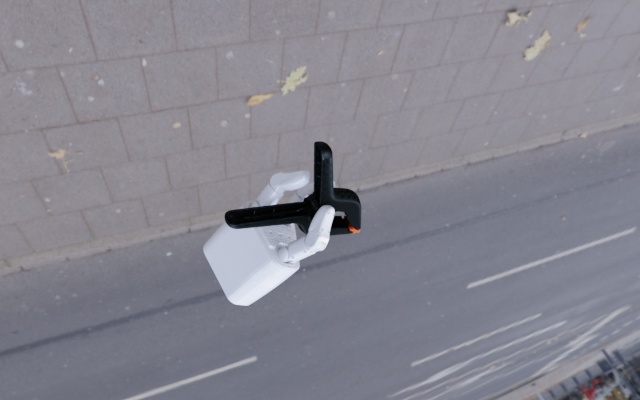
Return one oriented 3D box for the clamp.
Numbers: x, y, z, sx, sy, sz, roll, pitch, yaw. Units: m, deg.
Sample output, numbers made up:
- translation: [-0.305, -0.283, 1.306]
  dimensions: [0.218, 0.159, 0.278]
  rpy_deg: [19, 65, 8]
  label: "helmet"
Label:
- translation: [0.001, 0.003, 0.638]
  dimensions: [0.164, 0.036, 0.210]
  rpy_deg: [-39, -35, 26]
  label: "clamp"
